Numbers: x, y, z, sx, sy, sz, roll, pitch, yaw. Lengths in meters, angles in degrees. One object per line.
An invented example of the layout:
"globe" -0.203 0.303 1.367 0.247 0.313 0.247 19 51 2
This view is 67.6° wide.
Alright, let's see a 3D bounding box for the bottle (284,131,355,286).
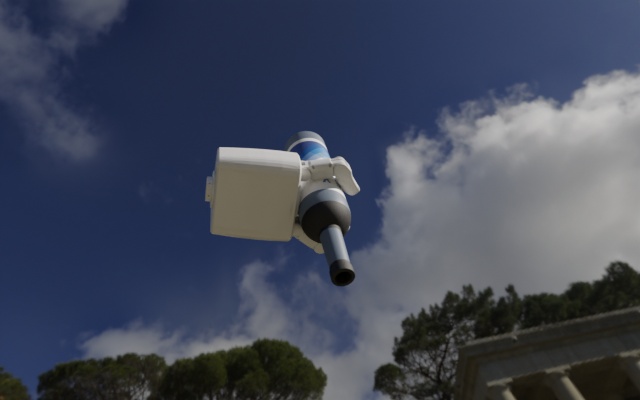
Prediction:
"bottle" 0.000 0.002 0.645 0.069 0.069 0.295 0 35 -12
